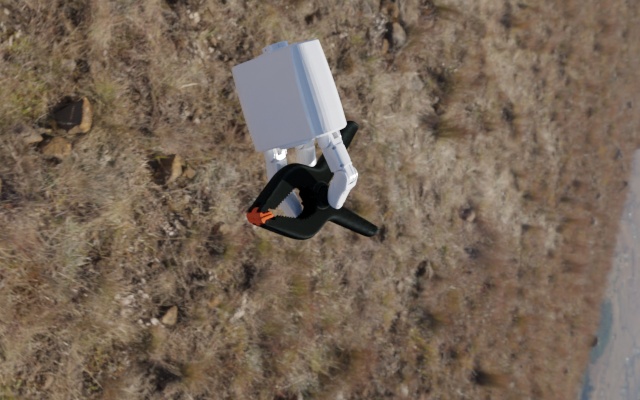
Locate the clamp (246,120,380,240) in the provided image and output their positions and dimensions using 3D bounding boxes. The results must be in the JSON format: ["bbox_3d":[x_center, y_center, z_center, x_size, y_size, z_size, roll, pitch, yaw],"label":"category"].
[{"bbox_3d":[0.000,0.002,0.609,0.036,0.164,0.210,-4,19,46],"label":"clamp"}]
